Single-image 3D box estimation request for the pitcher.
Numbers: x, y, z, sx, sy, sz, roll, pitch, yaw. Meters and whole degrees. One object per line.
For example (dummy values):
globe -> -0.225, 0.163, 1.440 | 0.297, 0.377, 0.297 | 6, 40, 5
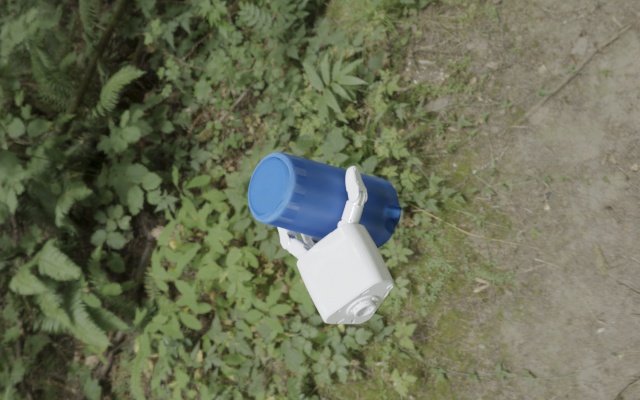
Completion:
pitcher -> 0.000, 0.003, 0.786 | 0.243, 0.145, 0.149 | 15, -53, -42
